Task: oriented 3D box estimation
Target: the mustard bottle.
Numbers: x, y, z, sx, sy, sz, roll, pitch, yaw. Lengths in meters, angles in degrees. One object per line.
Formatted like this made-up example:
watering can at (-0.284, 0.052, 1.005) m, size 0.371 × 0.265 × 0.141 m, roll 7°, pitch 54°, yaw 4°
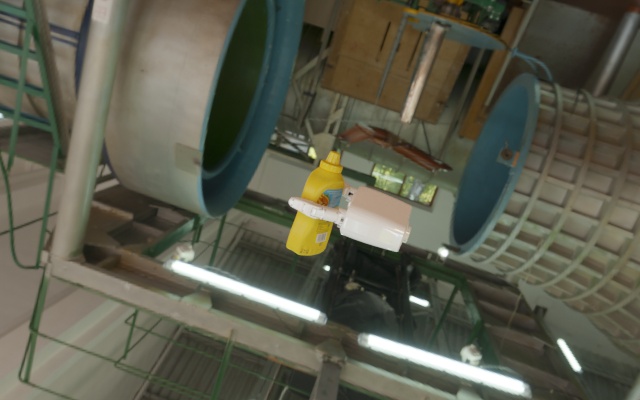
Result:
mustard bottle at (0.000, 0.003, 0.875) m, size 0.058 × 0.192 × 0.096 m, roll 27°, pitch 18°, yaw 31°
